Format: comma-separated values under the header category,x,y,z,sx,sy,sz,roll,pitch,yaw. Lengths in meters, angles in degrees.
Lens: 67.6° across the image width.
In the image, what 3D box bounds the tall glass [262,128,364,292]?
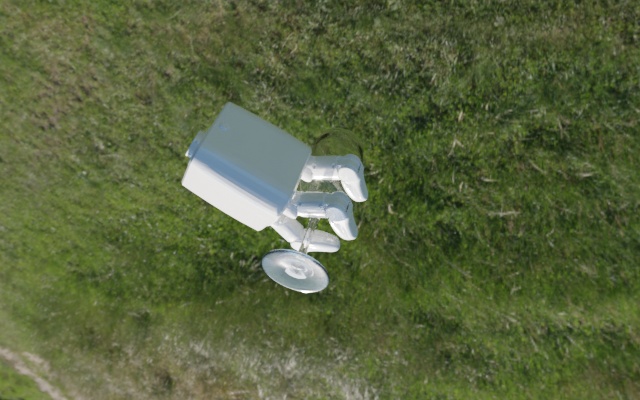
category,x,y,z,sx,sy,sz,roll,pitch,yaw
tall glass,0.000,0.002,0.558,0.079,0.201,0.079,12,-40,10
